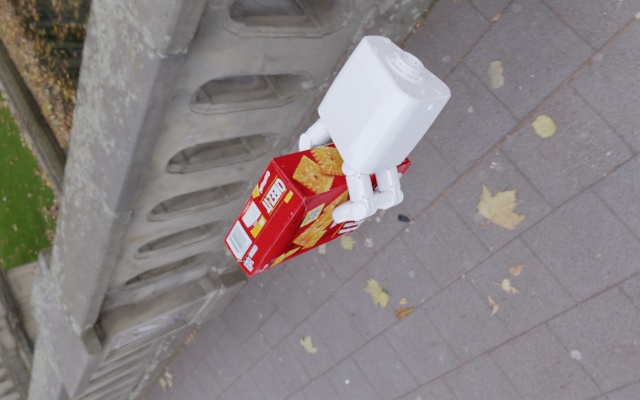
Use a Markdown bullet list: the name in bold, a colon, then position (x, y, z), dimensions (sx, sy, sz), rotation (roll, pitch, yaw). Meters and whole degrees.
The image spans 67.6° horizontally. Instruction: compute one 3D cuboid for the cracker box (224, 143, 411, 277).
- **cracker box**: position (0.000, 0.002, 0.625), dimensions (0.213, 0.072, 0.164), rotation (-19, -26, -45)
